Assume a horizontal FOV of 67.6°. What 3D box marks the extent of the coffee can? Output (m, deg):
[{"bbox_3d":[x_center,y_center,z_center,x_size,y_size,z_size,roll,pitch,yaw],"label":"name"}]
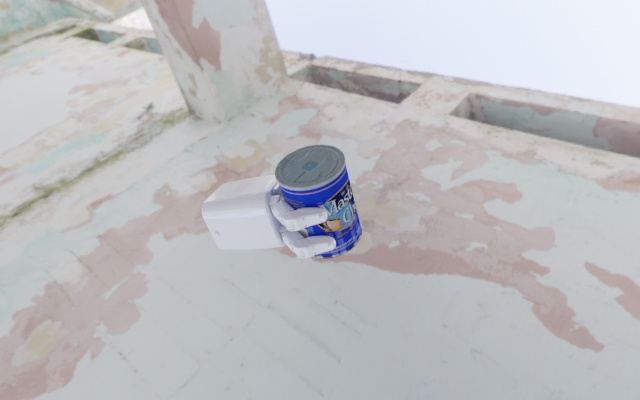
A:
[{"bbox_3d":[0.000,0.002,0.717,0.103,0.140,0.102,-10,38,8],"label":"coffee can"}]
